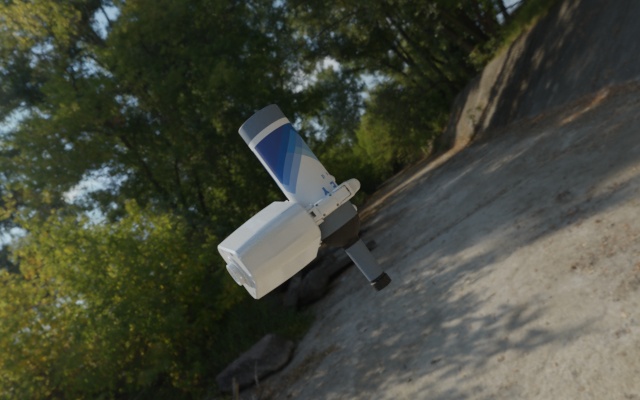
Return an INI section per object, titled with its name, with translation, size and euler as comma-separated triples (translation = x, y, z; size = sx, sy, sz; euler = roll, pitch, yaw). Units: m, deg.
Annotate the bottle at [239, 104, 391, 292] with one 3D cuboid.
[bottle]
translation = 0.000, 0.002, 0.670
size = 0.069, 0.295, 0.069
euler = -37, -1, -1
